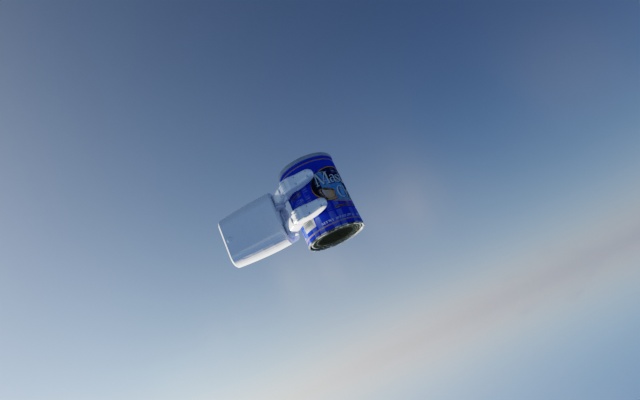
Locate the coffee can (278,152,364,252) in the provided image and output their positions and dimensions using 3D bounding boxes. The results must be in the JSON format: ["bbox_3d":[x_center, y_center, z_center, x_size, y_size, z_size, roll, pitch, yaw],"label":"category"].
[{"bbox_3d":[0.000,0.003,0.825,0.103,0.140,0.103,-22,-19,-8],"label":"coffee can"}]
